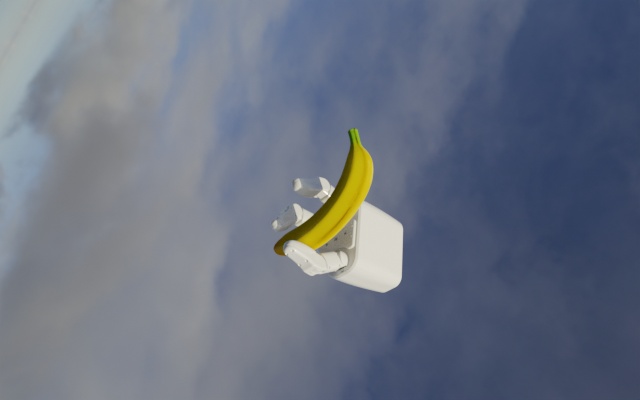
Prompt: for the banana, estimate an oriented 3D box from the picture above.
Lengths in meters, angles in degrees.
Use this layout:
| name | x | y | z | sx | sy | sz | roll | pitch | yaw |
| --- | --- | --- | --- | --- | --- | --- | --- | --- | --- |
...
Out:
| name | x | y | z | sx | sy | sz | roll | pitch | yaw |
| --- | --- | --- | --- | --- | --- | --- | --- | --- | --- |
| banana | 0.010 | 0.010 | 0.597 | 0.037 | 0.198 | 0.069 | 20 | 23 | -40 |
